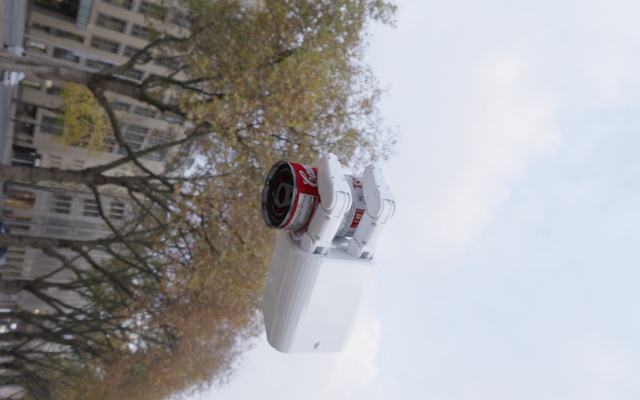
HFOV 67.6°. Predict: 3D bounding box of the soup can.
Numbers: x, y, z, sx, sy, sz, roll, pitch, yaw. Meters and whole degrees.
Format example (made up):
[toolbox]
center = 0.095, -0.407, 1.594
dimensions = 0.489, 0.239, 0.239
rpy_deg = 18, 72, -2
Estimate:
[soup can]
center = 0.000, 0.001, 0.488
dimensions = 0.102, 0.068, 0.068
rpy_deg = 10, -5, -31
